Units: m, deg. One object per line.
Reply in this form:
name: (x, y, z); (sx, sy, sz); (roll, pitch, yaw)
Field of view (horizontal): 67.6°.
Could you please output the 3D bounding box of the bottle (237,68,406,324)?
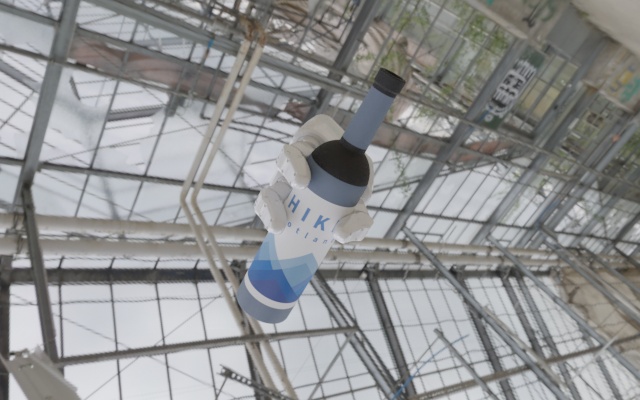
bottle: (0.000, 0.002, 0.496); (0.069, 0.296, 0.069); (25, 24, -12)
